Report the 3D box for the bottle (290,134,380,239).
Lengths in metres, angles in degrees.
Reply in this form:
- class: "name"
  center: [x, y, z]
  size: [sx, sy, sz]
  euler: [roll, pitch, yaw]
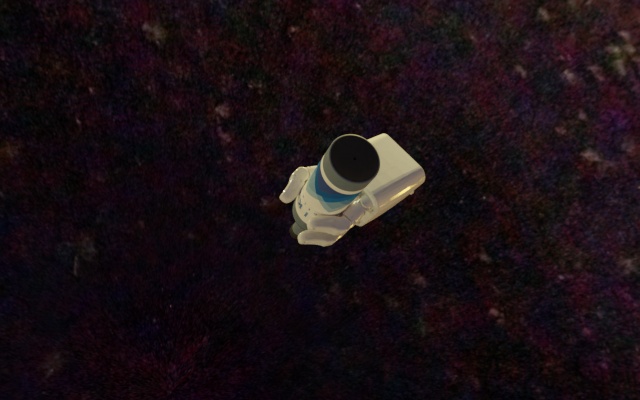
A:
- class: "bottle"
  center: [0.000, 0.002, 0.703]
  size: [0.069, 0.069, 0.296]
  euler: [0, -21, -17]
